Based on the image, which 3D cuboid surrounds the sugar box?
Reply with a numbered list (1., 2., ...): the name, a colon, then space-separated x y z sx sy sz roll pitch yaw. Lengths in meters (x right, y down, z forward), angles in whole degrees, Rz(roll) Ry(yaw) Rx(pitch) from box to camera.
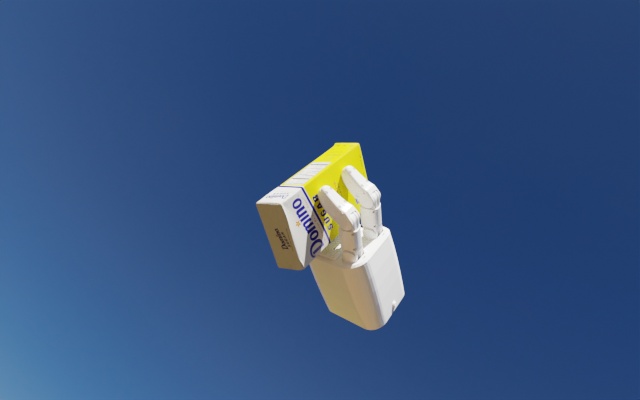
1. sugar box: 0.001 0.002 0.609 0.048 0.093 0.176 1 30 35
